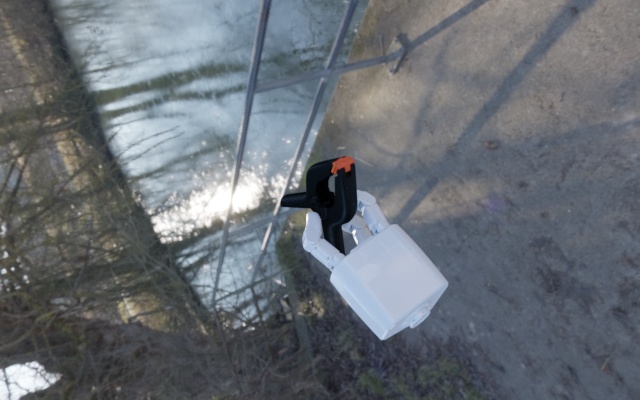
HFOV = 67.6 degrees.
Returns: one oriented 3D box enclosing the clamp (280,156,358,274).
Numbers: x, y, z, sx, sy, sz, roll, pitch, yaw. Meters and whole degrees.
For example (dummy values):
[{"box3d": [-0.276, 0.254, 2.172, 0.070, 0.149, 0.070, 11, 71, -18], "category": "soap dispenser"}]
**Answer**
[{"box3d": [0.000, 0.002, 0.693, 0.036, 0.164, 0.210, -27, -30, -30], "category": "clamp"}]
